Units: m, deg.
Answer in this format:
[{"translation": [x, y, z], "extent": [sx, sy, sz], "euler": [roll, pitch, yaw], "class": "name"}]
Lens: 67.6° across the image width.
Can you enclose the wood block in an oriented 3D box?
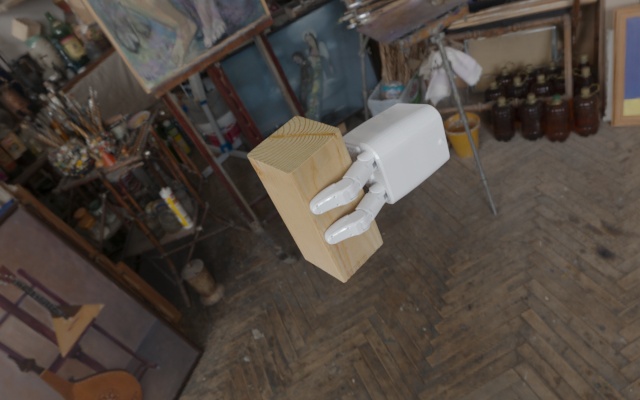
[{"translation": [0.000, 0.002, 0.643], "extent": [0.090, 0.206, 0.090], "euler": [-43, 42, -21], "class": "wood block"}]
